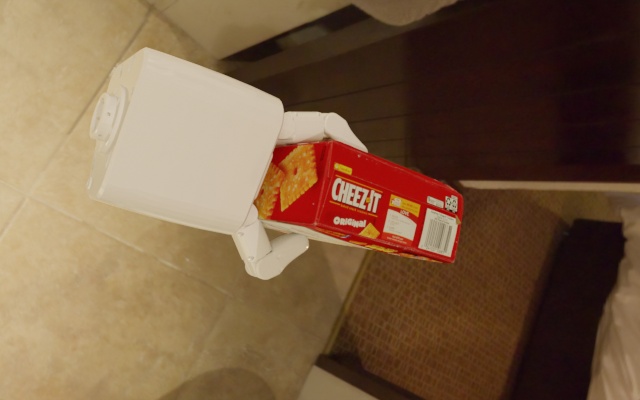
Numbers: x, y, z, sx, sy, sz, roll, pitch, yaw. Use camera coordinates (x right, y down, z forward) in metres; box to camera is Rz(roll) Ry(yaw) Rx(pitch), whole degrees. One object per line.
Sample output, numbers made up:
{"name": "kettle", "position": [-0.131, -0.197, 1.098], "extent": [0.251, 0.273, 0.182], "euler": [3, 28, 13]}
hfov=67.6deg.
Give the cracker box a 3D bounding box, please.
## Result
{"name": "cracker box", "position": [0.000, 0.002, 0.460], "extent": [0.164, 0.072, 0.213], "euler": [17, -8, -36]}
